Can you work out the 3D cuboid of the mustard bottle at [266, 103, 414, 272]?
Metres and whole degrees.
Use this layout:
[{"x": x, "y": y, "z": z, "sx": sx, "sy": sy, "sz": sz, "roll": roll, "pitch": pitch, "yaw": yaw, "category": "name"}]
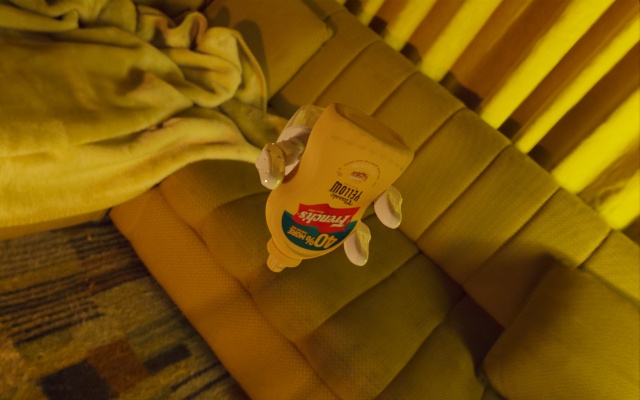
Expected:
[{"x": 0.000, "y": 0.002, "z": 0.480, "sx": 0.096, "sy": 0.192, "sz": 0.058, "roll": 20, "pitch": 30, "yaw": -31, "category": "mustard bottle"}]
